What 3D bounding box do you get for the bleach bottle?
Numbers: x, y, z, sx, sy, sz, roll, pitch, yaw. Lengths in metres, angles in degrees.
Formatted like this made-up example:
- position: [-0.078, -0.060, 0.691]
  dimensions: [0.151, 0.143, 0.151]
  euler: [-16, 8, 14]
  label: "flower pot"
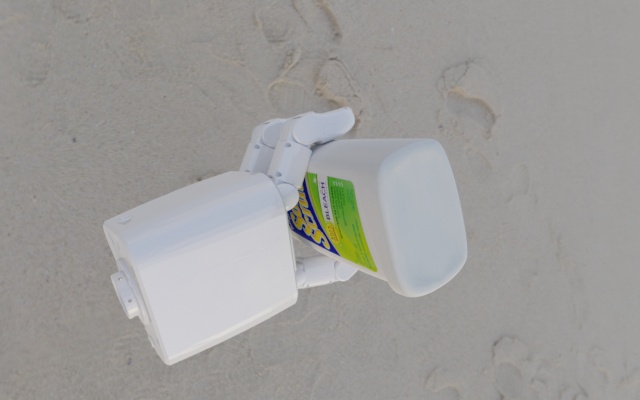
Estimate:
- position: [0.000, 0.001, 0.403]
  dimensions: [0.068, 0.102, 0.251]
  euler: [-23, 16, -29]
  label: "bleach bottle"
